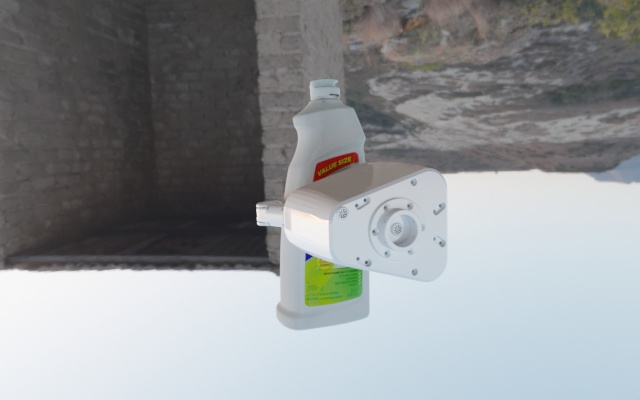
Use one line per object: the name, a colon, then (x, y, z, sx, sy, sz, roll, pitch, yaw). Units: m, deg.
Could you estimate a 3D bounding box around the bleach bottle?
bleach bottle: (0.000, 0.002, 0.504, 0.102, 0.251, 0.068, -4, 6, -21)
